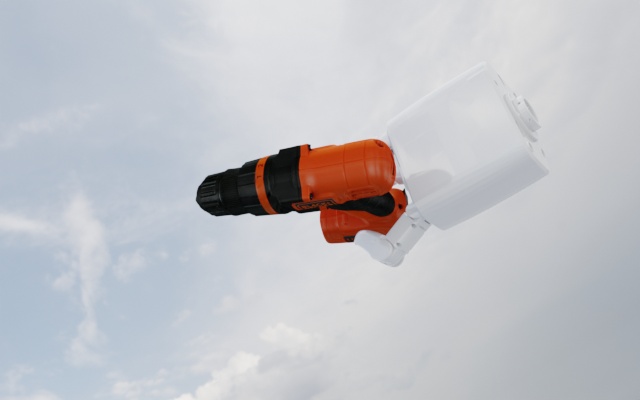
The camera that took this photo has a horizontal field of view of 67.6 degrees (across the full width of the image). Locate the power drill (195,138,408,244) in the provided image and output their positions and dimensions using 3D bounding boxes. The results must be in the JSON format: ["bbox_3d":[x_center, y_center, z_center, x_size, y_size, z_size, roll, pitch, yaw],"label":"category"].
[{"bbox_3d":[0.001,0.002,0.468,0.184,0.057,0.188,-7,-15,23],"label":"power drill"}]
